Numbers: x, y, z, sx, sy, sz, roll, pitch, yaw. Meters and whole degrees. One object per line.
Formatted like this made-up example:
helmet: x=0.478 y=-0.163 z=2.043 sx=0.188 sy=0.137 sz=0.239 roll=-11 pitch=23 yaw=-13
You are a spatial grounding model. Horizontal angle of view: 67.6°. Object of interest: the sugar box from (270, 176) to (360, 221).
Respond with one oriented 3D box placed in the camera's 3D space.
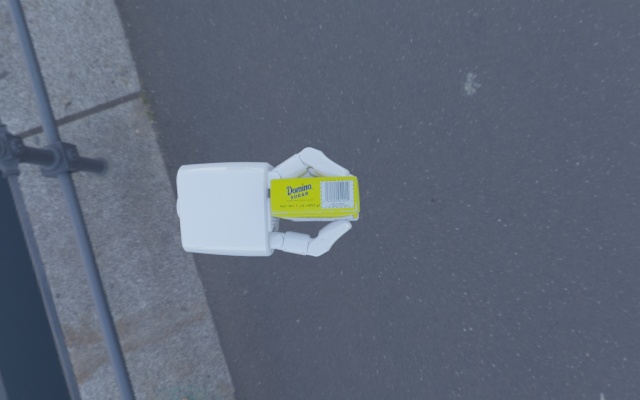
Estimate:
sugar box: x=0.000 y=0.001 z=0.575 sx=0.093 sy=0.048 sz=0.176 roll=-1 pitch=-2 yaw=4
